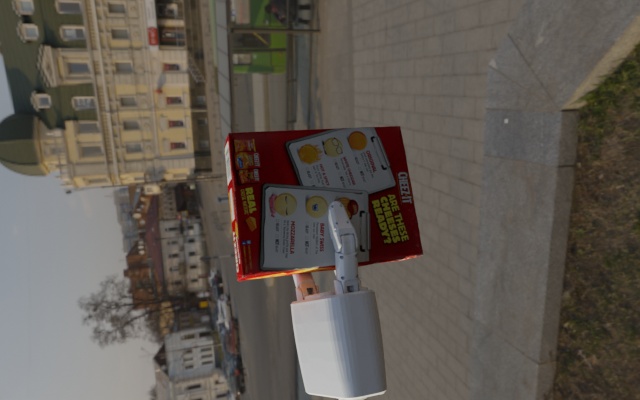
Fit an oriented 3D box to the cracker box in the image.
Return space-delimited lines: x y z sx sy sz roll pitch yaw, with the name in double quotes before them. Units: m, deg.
"cracker box" 0.000 0.002 0.573 0.213 0.164 0.072 -5 -11 -17
